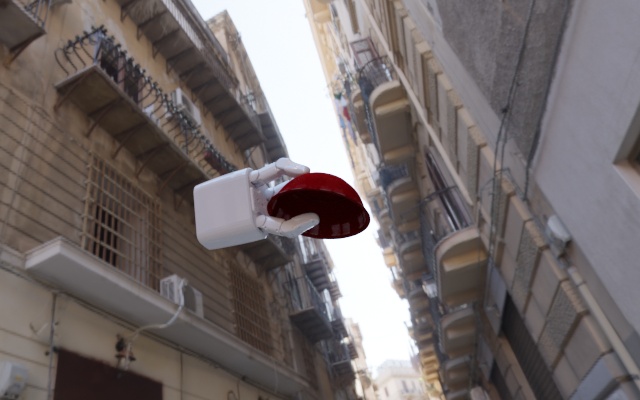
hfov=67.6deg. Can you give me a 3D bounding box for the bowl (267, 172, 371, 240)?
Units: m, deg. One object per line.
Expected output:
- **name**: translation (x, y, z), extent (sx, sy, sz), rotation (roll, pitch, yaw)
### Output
- **bowl**: translation (0.001, 0.002, 0.749), extent (0.162, 0.055, 0.162), rotation (7, -30, 4)
